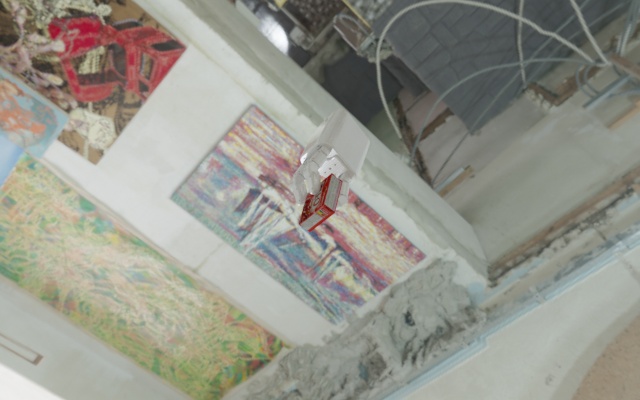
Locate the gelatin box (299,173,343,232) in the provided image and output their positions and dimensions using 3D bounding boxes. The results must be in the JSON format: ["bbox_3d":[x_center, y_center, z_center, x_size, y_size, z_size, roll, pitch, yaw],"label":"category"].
[{"bbox_3d":[0.000,0.003,0.856,0.030,0.089,0.073,36,-49,-19],"label":"gelatin box"}]
